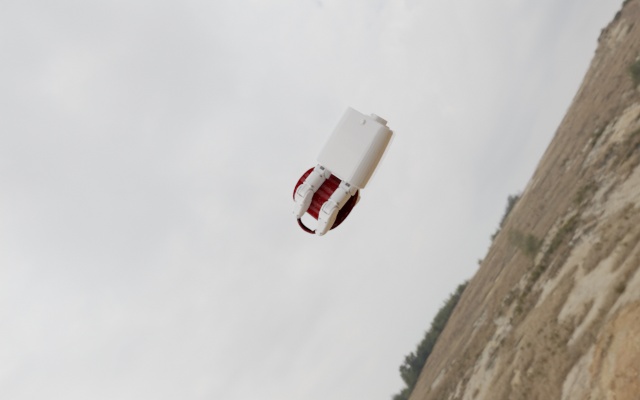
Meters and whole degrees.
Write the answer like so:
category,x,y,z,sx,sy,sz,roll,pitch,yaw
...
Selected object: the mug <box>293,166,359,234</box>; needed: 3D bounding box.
category,x,y,z,sx,sy,sz,roll,pitch,yaw
mug,-0.001,0.004,0.837,0.081,0.117,0.093,36,12,25
